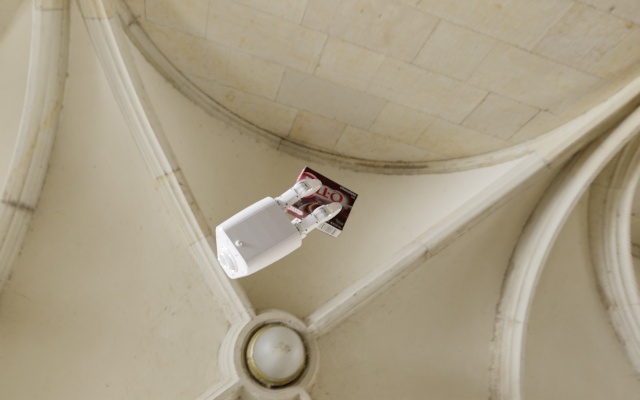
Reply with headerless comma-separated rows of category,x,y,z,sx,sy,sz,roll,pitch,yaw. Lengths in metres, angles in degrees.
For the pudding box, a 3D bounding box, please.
pudding box,0.000,0.003,0.855,0.113,0.090,0.039,30,-35,-4
